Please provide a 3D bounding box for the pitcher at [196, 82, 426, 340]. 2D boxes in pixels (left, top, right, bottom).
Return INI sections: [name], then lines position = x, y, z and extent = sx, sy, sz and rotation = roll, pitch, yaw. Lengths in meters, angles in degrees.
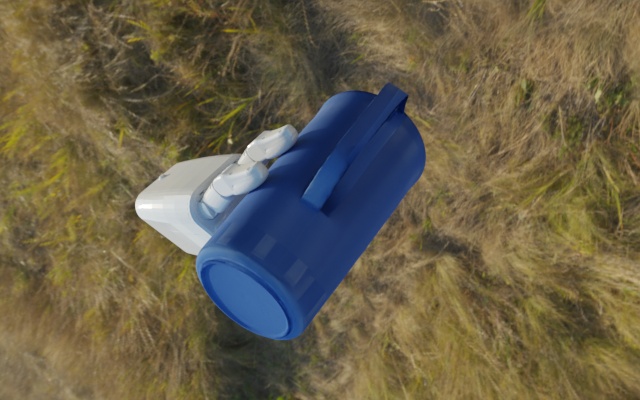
[pitcher]
position = 0.000, 0.002, 0.451
extent = 0.145, 0.149, 0.242
rotation = 2, 39, 37
